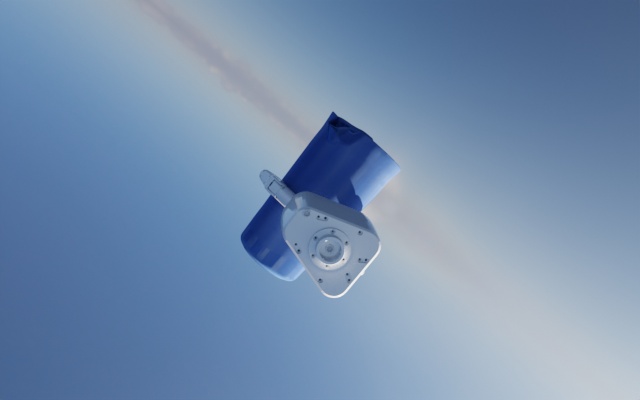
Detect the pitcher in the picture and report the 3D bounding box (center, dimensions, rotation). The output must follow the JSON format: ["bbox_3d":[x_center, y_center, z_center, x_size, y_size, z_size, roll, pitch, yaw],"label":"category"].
[{"bbox_3d":[0.000,0.002,0.723,0.149,0.243,0.145,40,4,-10],"label":"pitcher"}]
